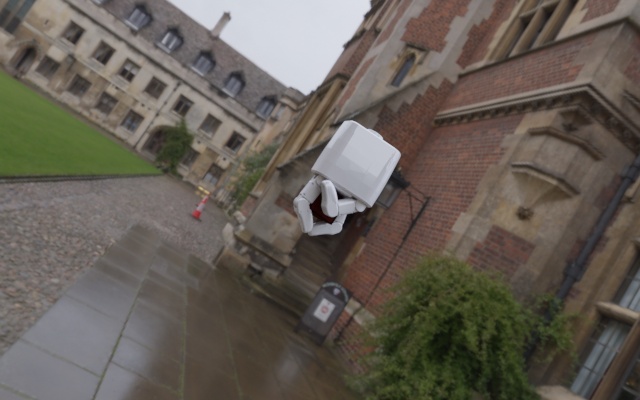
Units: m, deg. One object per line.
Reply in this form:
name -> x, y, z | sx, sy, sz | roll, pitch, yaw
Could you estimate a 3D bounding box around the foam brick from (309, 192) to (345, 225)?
foam brick -> 0.000, 0.003, 0.834 | 0.053, 0.051, 0.078 | 34, -5, -23
